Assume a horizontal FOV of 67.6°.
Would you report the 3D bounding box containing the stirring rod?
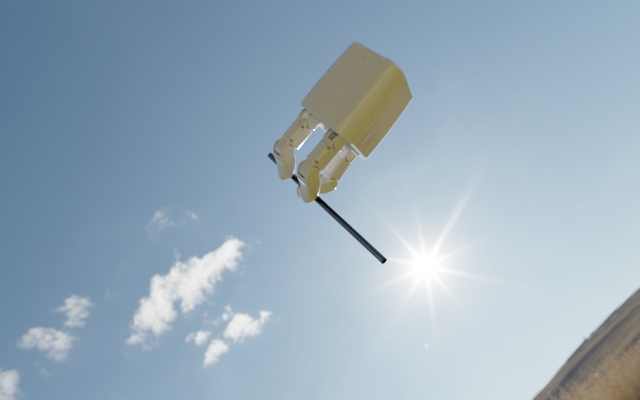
[{"bbox_3d":[0.000,0.002,0.605,0.011,0.011,0.239,0,33,-45],"label":"stirring rod"}]
